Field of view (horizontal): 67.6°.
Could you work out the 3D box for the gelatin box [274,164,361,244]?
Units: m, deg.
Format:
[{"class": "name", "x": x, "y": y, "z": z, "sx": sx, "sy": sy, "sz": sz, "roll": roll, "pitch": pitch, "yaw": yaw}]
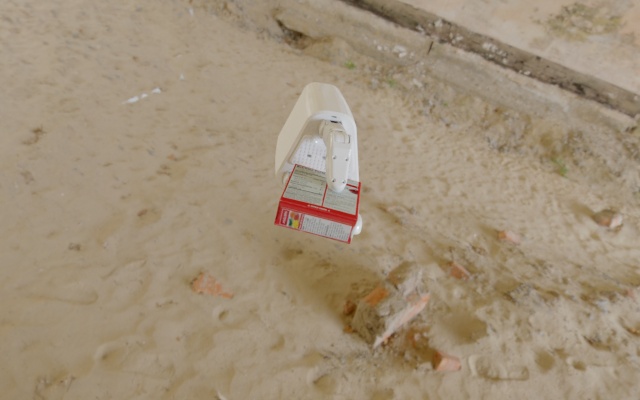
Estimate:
[{"class": "gelatin box", "x": 0.000, "y": 0.001, "z": 0.468, "sx": 0.073, "sy": 0.030, "sz": 0.089, "roll": 15, "pitch": 27, "yaw": 0}]
